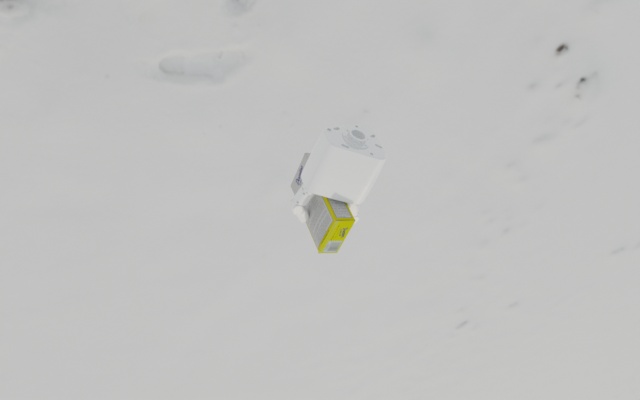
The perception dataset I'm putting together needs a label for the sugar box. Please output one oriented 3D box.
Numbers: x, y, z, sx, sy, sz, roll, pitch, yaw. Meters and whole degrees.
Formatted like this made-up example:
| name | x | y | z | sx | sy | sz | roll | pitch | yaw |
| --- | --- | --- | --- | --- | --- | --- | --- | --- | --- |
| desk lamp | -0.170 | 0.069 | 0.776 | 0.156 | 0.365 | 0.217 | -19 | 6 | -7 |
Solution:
| name | x | y | z | sx | sy | sz | roll | pitch | yaw |
| --- | --- | --- | --- | --- | --- | --- | --- | --- | --- |
| sugar box | 0.001 | 0.003 | 0.888 | 0.048 | 0.176 | 0.093 | 3 | -45 | -27 |
